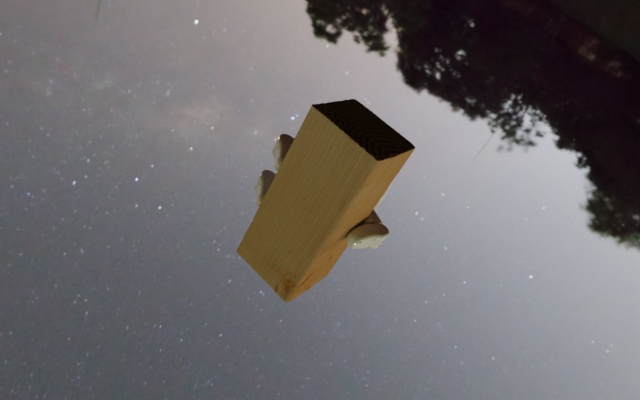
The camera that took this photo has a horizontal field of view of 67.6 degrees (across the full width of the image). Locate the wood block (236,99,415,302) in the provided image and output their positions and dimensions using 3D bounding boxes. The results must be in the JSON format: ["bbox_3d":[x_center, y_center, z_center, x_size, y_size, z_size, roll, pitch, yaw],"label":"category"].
[{"bbox_3d":[0.000,0.002,0.529,0.091,0.206,0.090,42,33,18],"label":"wood block"}]
